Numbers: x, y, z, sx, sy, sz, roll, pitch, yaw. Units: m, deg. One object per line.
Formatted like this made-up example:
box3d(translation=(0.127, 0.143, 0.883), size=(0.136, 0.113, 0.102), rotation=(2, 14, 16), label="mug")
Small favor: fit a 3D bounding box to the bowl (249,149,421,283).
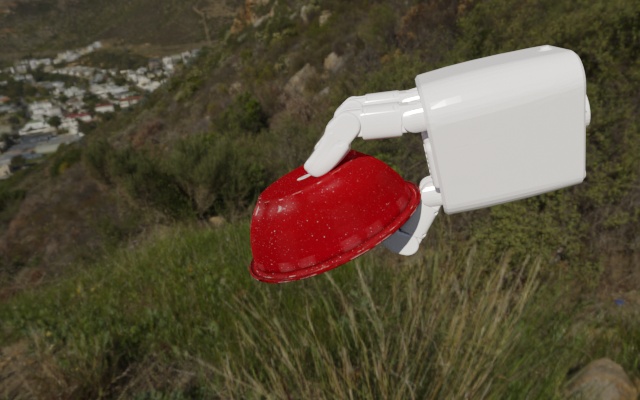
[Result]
box3d(translation=(-0.001, 0.002, 0.407), size=(0.162, 0.055, 0.162), rotation=(-25, 16, 8), label="bowl")
